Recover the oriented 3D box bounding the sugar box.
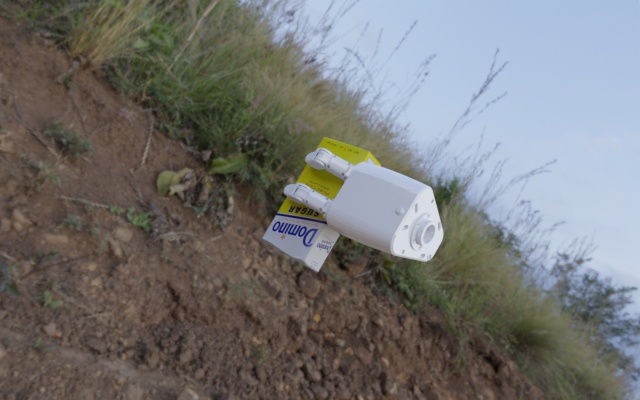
[{"bbox_3d":[0.000,0.002,0.673,0.093,0.176,0.048,23,-13,42],"label":"sugar box"}]
